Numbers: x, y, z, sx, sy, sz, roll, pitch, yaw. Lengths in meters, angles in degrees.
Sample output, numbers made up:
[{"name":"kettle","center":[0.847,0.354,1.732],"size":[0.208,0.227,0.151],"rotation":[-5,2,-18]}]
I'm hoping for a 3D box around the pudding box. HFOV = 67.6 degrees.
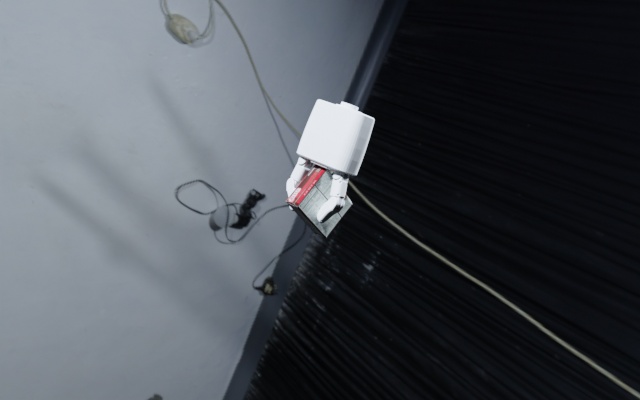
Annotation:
[{"name":"pudding box","center":[0.000,0.003,0.872],"size":[0.039,0.090,0.113],"rotation":[26,-18,46]}]
